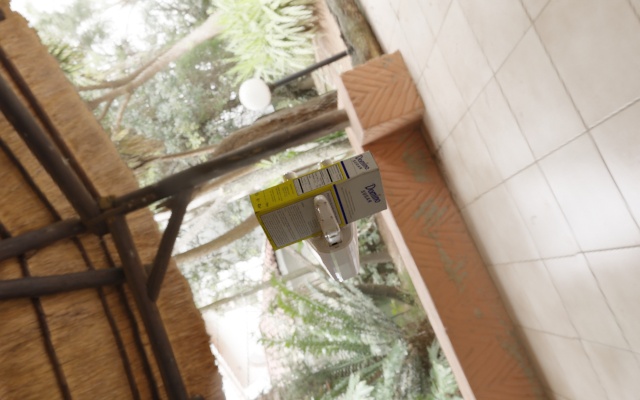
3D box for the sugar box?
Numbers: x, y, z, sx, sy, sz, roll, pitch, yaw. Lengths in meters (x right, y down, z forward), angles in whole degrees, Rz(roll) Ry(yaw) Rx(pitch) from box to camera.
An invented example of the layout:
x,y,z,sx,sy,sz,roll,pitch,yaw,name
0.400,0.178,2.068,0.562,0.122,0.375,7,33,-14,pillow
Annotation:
x,y,z,sx,sy,sz,roll,pitch,yaw,name
0.000,0.002,0.666,0.176,0.048,0.093,-22,-40,-2,sugar box
